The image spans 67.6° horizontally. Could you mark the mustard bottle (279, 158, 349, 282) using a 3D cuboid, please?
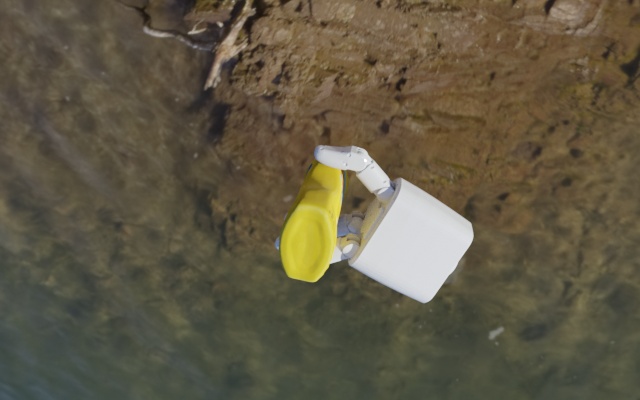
[{"bbox_3d":[0.000,0.002,0.562,0.058,0.096,0.191,10,30,5],"label":"mustard bottle"}]
